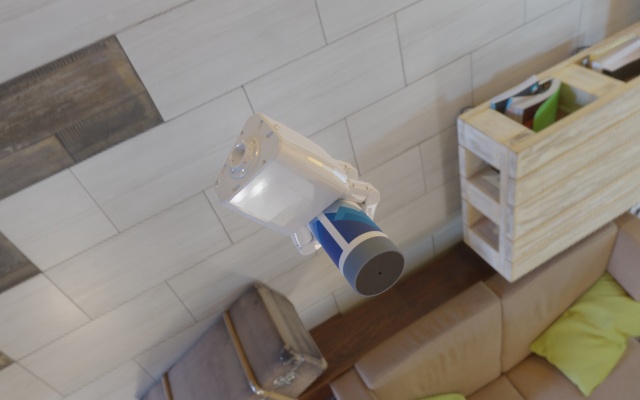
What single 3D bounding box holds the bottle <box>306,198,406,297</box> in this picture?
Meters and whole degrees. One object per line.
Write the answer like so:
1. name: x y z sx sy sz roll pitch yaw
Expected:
1. bottle: 0.000 0.002 0.624 0.069 0.069 0.295 0 32 -31
